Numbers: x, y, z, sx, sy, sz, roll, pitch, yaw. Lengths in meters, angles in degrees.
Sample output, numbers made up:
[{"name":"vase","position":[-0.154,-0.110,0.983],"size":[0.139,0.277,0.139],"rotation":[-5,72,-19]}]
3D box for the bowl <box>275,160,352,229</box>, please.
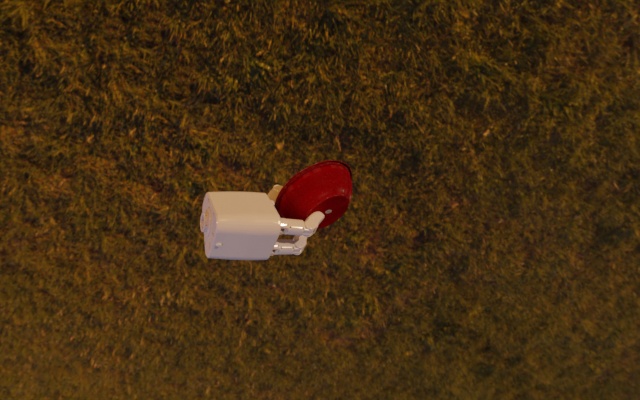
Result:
[{"name":"bowl","position":[0.002,0.003,0.875],"size":[0.162,0.055,0.162],"rotation":[-24,-32,-16]}]
